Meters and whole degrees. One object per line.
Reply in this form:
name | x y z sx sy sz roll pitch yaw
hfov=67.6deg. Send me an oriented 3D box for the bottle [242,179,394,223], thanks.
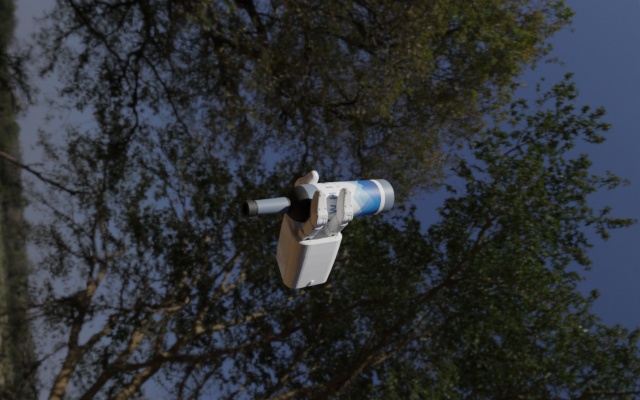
bottle | 0.000 0.003 0.848 0.295 0.069 0.069 -5 3 -34
